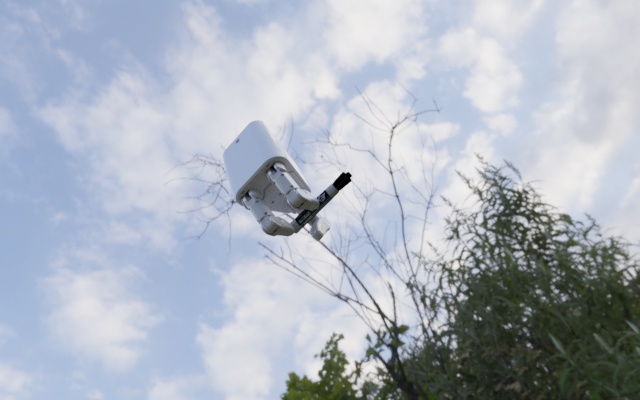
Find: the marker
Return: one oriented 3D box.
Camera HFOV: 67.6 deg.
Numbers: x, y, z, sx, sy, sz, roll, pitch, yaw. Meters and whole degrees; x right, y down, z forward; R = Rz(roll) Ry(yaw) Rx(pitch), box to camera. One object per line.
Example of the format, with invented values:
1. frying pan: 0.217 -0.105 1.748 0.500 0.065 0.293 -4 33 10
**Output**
1. marker: 0.000 0.002 0.694 0.121 0.020 0.020 -44 -15 16
